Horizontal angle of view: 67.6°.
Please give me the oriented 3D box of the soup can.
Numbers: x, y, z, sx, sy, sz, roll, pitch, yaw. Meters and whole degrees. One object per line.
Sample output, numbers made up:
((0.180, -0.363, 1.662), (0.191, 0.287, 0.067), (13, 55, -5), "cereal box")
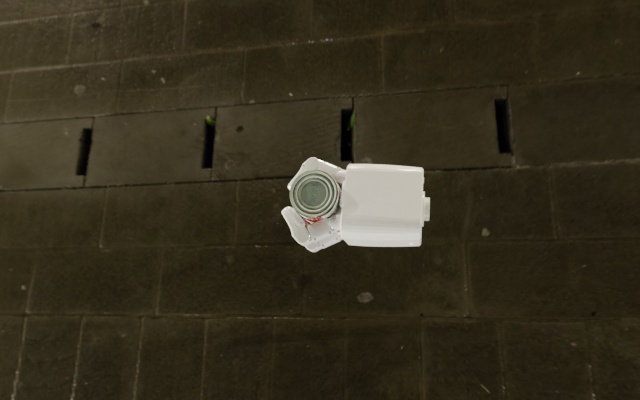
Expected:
((0.000, 0.002, 0.679), (0.068, 0.068, 0.102), (0, -13, 11), "soup can")
